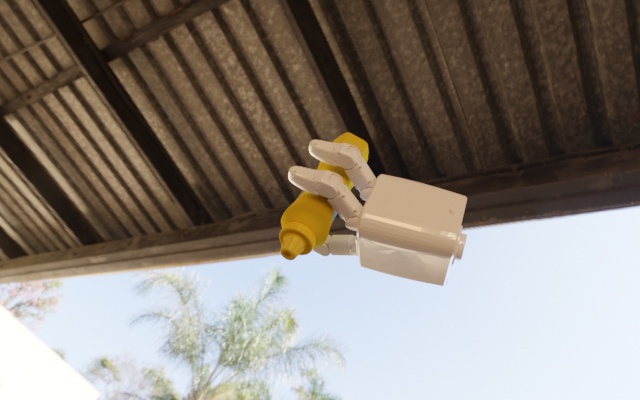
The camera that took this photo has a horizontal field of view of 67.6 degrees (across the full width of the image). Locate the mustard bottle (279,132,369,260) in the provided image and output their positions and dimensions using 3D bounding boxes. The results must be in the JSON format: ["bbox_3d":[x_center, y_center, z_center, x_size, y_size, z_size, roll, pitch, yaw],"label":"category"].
[{"bbox_3d":[0.000,0.002,0.584,0.058,0.096,0.191,31,45,0],"label":"mustard bottle"}]
